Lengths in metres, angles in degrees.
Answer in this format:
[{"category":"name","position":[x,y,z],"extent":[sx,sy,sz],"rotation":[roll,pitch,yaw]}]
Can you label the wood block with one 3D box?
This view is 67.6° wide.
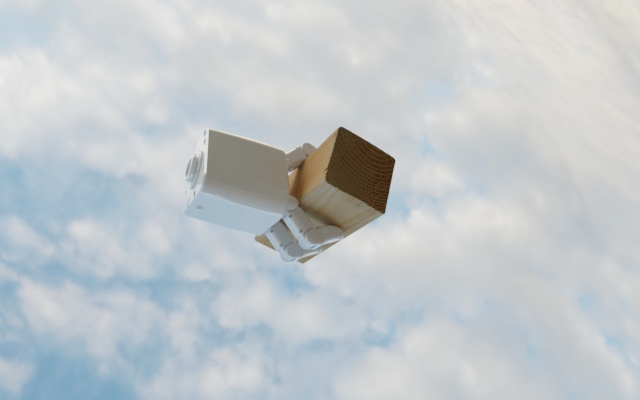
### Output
[{"category":"wood block","position":[0.000,0.002,0.654],"extent":[0.090,0.090,0.206],"rotation":[28,-35,-18]}]
